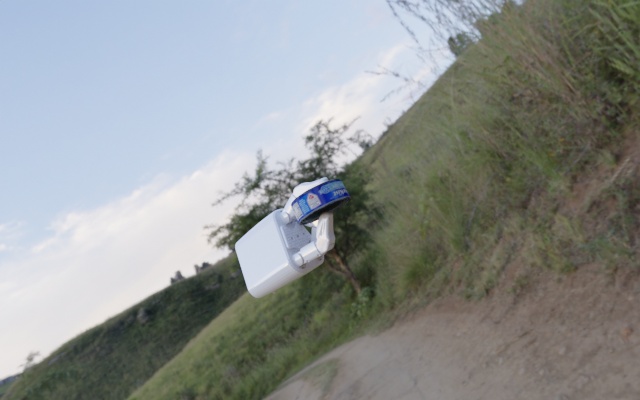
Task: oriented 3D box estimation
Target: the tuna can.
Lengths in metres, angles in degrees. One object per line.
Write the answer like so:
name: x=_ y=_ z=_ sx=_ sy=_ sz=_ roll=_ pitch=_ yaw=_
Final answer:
tuna can: x=0.000 y=0.002 z=0.707 sx=0.086 sy=0.033 sz=0.086 roll=-26 pitch=-11 yaw=-5
